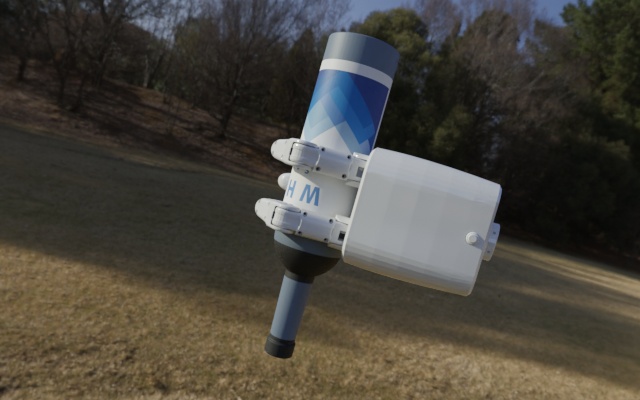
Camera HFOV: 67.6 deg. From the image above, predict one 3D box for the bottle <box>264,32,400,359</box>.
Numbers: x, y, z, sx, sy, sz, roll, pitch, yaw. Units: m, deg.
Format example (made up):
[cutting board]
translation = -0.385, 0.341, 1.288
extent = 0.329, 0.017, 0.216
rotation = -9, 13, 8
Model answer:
[bottle]
translation = 0.000, 0.001, 0.441
extent = 0.069, 0.296, 0.069
rotation = 16, 3, -1
